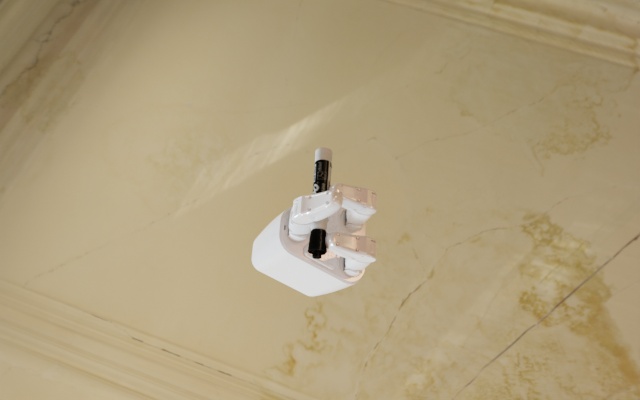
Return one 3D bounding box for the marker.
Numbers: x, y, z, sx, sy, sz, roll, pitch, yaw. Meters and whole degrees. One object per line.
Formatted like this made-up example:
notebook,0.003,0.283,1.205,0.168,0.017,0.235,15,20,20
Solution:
marker,0.000,0.002,0.494,0.020,0.121,0.020,3,-24,1
